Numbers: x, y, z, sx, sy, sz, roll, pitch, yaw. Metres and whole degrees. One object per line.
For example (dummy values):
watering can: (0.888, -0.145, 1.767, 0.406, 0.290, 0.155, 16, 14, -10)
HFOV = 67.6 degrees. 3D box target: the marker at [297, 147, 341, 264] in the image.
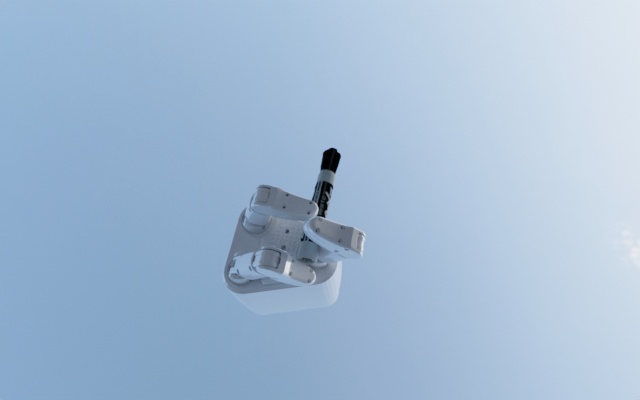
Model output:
marker: (0.000, 0.001, 0.458, 0.020, 0.121, 0.020, 11, -26, 5)
